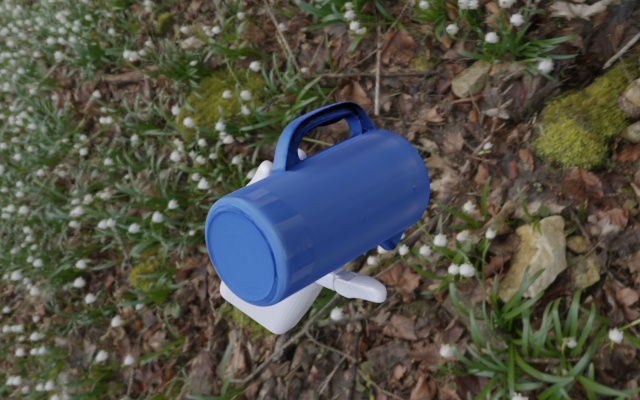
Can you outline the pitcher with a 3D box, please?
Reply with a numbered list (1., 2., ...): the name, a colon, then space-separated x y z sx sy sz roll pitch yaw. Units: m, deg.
1. pitcher: 0.000 0.002 0.506 0.149 0.145 0.242 42 40 20
